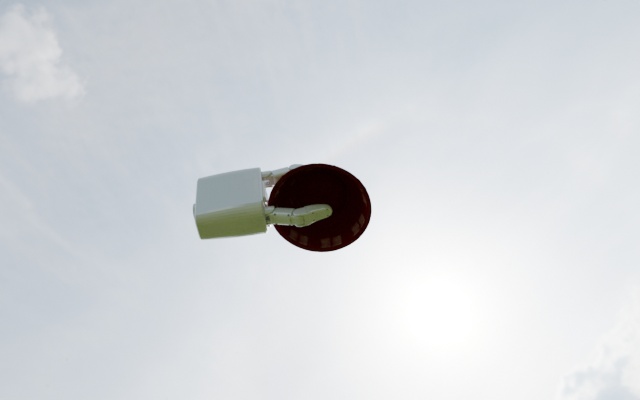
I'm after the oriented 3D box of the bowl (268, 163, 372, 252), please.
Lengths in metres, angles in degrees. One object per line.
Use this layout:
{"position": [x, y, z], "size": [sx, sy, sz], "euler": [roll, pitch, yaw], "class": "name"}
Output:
{"position": [0.001, 0.002, 0.761], "size": [0.162, 0.162, 0.055], "euler": [0, 30, 4], "class": "bowl"}
